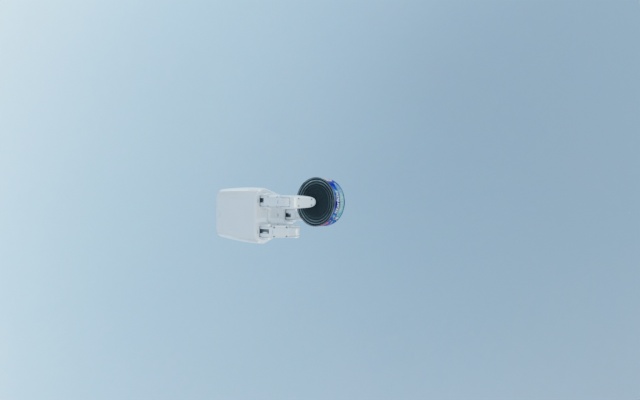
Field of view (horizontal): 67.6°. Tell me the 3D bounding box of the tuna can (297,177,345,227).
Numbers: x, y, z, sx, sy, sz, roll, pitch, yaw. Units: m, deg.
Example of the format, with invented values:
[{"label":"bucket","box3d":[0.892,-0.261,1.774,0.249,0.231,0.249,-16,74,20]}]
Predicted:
[{"label":"tuna can","box3d":[0.001,0.003,0.837,0.086,0.086,0.034,0,-1,38]}]
